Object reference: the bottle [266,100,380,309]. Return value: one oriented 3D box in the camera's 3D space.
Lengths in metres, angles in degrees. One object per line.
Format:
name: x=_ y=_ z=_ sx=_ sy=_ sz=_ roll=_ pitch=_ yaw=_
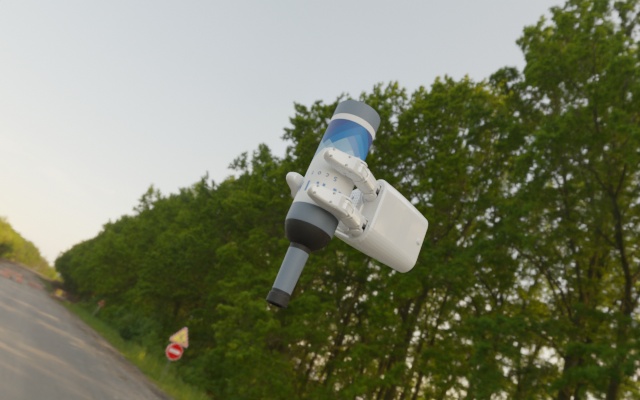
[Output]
bottle: x=0.000 y=0.002 z=0.638 sx=0.069 sy=0.295 sz=0.069 roll=21 pitch=-21 yaw=8
